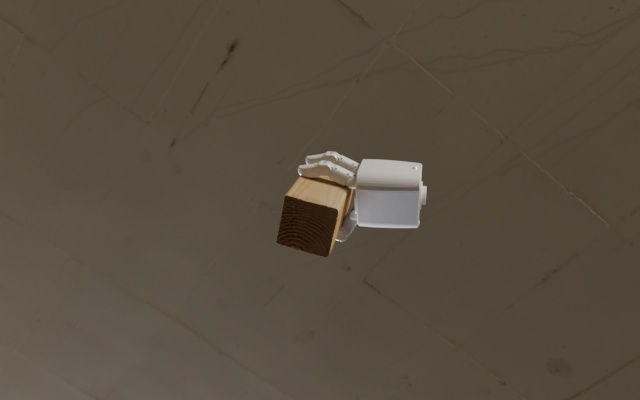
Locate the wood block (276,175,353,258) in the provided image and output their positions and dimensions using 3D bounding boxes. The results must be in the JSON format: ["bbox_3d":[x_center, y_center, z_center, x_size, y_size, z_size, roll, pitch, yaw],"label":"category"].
[{"bbox_3d":[0.000,0.003,0.835,0.090,0.091,0.206,15,25,7],"label":"wood block"}]
